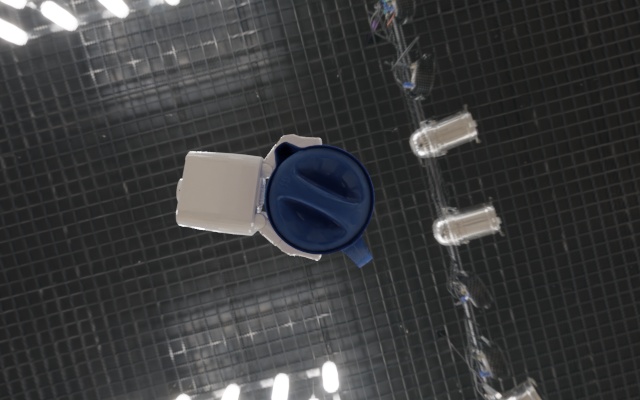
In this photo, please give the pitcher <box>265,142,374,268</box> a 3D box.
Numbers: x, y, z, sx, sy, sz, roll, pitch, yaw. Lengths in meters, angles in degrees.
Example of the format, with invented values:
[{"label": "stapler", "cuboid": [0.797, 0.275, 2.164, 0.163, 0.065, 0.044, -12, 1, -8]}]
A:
[{"label": "pitcher", "cuboid": [0.000, 0.002, 0.689, 0.145, 0.149, 0.243, 7, 3, -3]}]
